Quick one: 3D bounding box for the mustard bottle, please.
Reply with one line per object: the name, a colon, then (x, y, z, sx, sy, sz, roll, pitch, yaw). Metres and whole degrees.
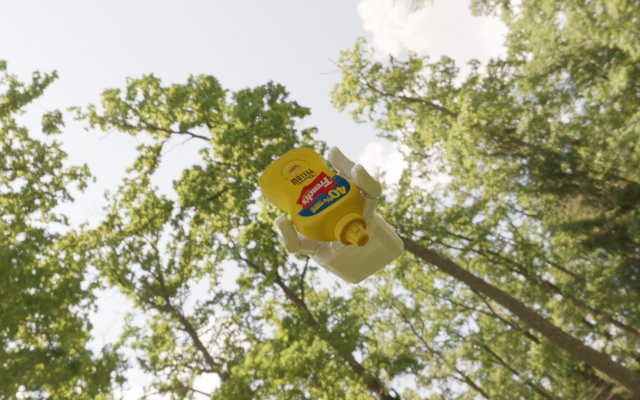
mustard bottle: (0.000, 0.002, 0.633, 0.096, 0.058, 0.191, -33, 45, -15)
